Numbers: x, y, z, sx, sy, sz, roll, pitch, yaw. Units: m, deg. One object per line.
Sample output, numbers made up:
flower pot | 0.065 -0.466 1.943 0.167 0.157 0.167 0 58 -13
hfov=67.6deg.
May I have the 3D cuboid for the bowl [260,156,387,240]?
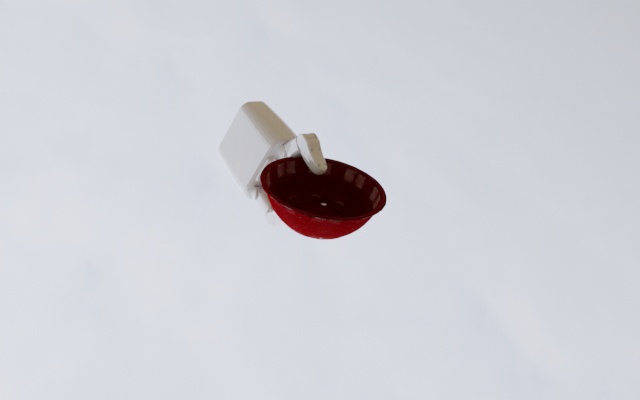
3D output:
bowl | 0.001 0.003 0.611 0.162 0.055 0.162 9 29 -5
